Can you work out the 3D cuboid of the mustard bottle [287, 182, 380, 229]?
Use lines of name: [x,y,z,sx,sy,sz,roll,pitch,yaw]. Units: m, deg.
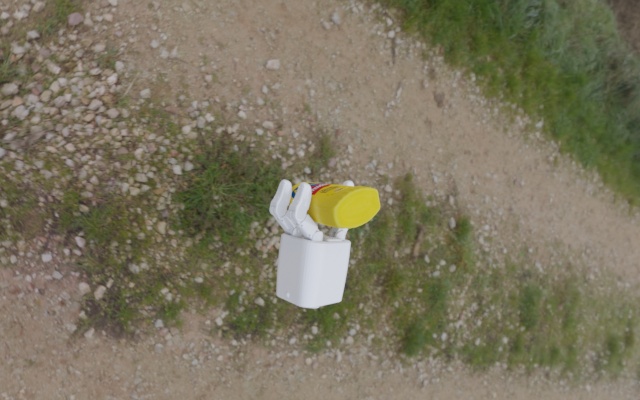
mustard bottle: [0.000,0.002,0.785,0.096,0.058,0.191,-24,19,-34]
